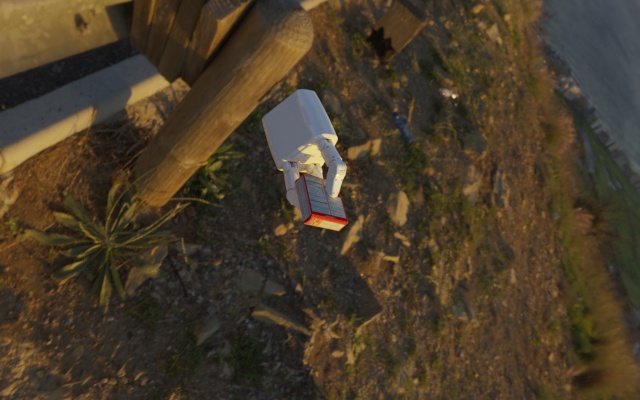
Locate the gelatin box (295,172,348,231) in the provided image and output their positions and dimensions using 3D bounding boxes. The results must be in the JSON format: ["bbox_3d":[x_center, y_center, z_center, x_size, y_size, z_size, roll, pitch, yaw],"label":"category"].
[{"bbox_3d":[0.000,0.003,0.791,0.073,0.089,0.030,14,-44,-34],"label":"gelatin box"}]
